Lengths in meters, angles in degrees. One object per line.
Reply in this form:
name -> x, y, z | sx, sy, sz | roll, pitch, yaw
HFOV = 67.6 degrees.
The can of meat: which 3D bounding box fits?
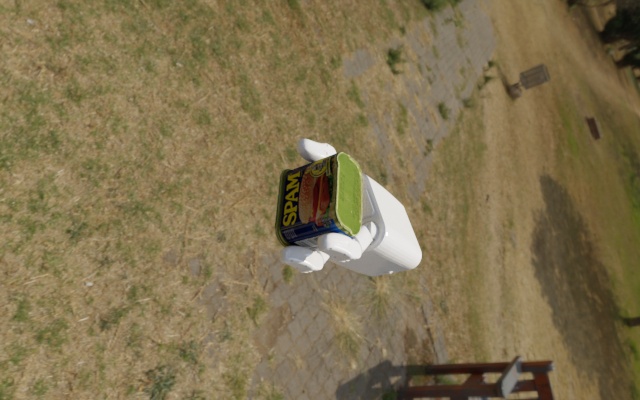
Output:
can of meat -> 0.000, 0.002, 0.548 | 0.084, 0.102, 0.057 | -17, -35, 33
